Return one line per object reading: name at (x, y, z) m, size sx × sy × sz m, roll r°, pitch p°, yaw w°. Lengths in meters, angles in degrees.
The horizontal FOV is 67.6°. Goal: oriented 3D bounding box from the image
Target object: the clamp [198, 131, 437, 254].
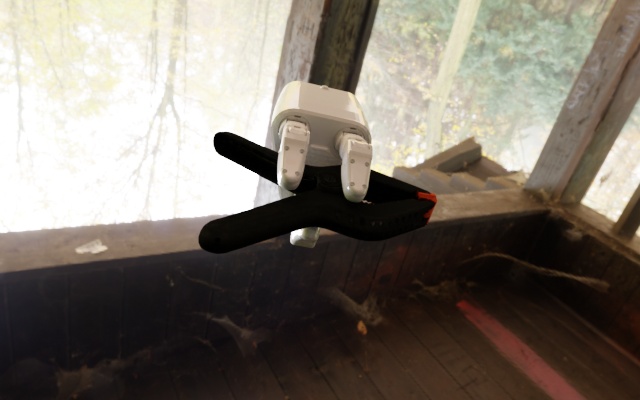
clamp at (0.000, 0.002, 0.406) m, size 0.210 × 0.036 × 0.164 m, roll 11°, pitch 33°, yaw -7°
